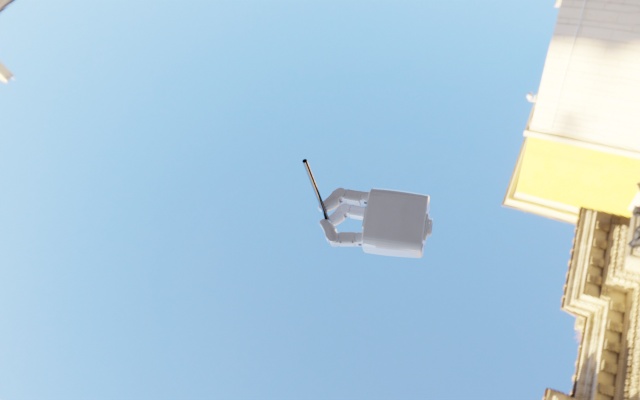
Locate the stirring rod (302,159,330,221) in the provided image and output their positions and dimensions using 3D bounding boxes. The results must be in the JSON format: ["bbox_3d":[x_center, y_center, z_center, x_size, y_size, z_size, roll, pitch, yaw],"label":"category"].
[{"bbox_3d":[0.000,0.003,0.846,0.011,0.011,0.240,0,-33,14],"label":"stirring rod"}]
